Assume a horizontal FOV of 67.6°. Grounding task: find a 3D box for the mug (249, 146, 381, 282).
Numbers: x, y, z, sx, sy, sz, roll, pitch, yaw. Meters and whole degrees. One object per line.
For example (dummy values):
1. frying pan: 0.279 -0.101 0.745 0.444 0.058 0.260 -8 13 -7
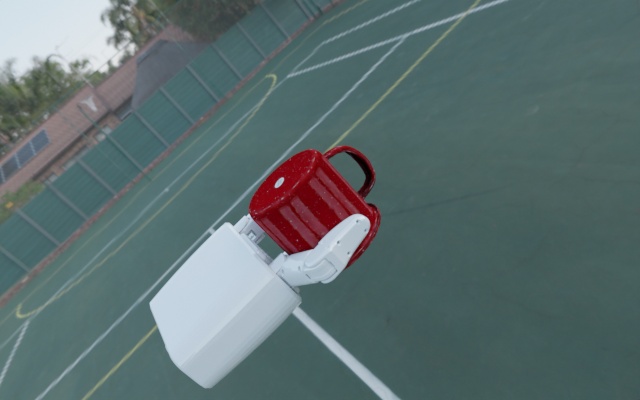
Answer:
1. mug: 0.001 0.000 0.421 0.081 0.117 0.093 47 -9 -22
